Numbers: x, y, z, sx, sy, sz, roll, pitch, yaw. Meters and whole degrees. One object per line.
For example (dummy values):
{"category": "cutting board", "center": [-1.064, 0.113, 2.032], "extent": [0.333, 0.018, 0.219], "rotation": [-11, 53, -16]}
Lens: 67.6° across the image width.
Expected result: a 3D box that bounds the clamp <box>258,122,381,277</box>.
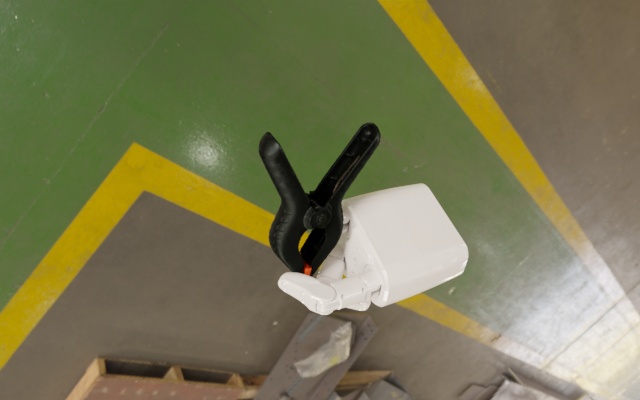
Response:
{"category": "clamp", "center": [0.000, 0.002, 0.454], "extent": [0.120, 0.172, 0.039], "rotation": [-14, 42, -21]}
